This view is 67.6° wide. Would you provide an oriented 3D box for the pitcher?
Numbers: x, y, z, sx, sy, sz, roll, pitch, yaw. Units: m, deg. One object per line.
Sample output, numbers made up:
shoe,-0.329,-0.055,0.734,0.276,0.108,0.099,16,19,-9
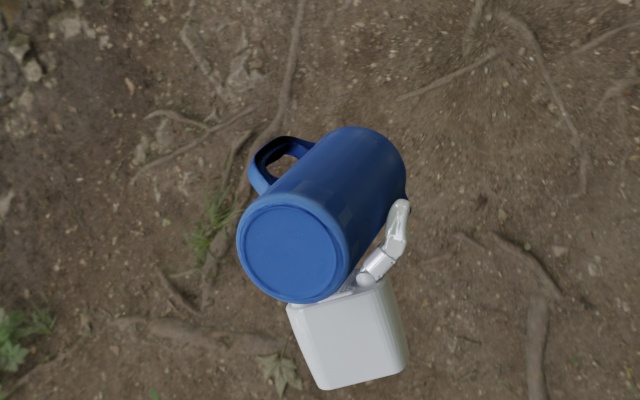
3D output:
pitcher,0.000,0.002,0.518,0.149,0.145,0.242,-11,15,22
